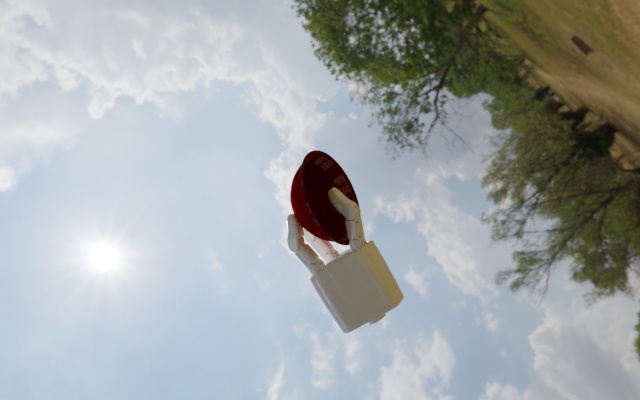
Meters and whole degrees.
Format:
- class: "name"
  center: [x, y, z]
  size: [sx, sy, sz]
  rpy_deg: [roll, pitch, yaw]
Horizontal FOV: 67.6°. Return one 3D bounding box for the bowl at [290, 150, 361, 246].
- class: "bowl"
  center: [-0.001, 0.001, 0.774]
  size: [0.055, 0.162, 0.162]
  rpy_deg: [-22, -12, 30]
